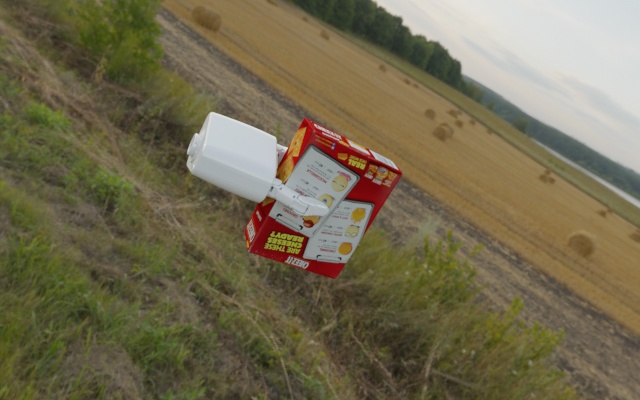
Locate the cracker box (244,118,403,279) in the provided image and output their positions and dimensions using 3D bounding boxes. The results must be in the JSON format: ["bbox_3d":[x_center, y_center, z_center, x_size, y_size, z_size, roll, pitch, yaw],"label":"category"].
[{"bbox_3d":[0.000,0.002,0.748,0.164,0.214,0.072,22,20,-25],"label":"cracker box"}]
